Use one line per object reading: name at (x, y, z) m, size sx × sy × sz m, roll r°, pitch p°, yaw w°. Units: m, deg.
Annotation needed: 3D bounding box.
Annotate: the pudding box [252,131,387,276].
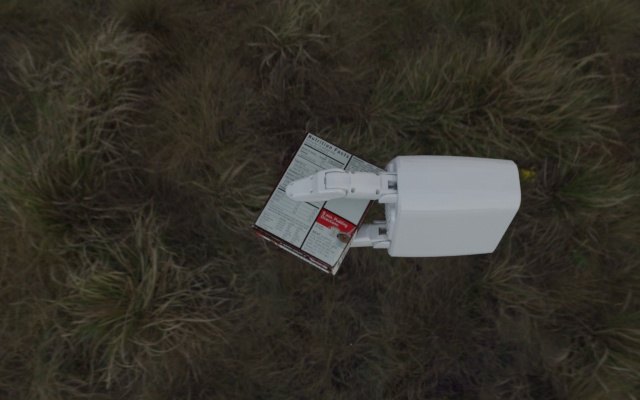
pudding box at (0.000, 0.001, 0.462) m, size 0.090 × 0.113 × 0.039 m, roll 28°, pitch -15°, yaw 8°
